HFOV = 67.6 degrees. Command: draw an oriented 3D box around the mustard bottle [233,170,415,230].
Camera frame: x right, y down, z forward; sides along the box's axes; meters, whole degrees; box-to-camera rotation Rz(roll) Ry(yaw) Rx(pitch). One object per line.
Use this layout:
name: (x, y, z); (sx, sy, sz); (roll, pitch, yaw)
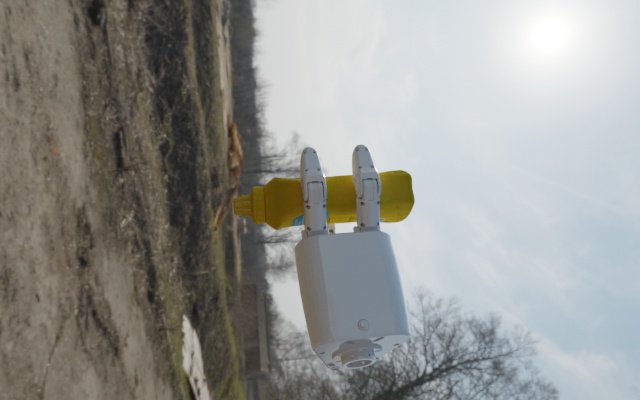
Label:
mustard bottle: (0.000, 0.001, 0.534); (0.191, 0.058, 0.096); (-4, -9, -9)
